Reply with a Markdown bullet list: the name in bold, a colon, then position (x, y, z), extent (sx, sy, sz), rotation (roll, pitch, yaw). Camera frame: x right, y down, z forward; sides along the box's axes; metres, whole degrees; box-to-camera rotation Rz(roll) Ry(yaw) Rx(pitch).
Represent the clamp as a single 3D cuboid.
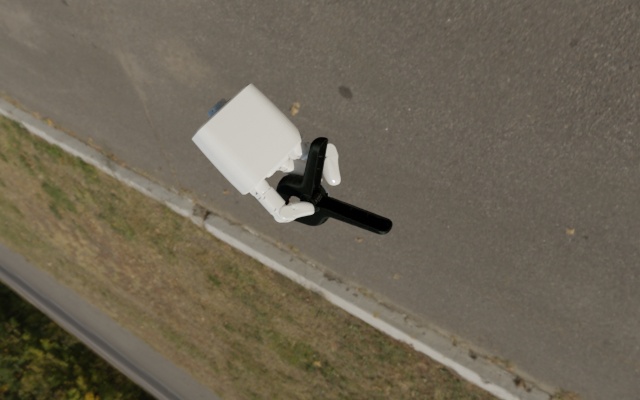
- **clamp**: position (-0.001, 0.003, 0.705), extent (0.036, 0.164, 0.210), rotation (-50, 14, -32)
